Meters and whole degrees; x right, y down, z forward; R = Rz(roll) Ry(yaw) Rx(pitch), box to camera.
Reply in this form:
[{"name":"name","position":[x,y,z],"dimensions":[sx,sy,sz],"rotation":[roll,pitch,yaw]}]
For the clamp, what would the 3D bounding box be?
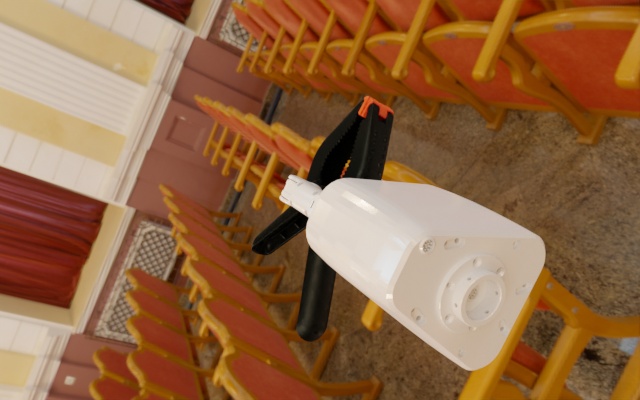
[{"name":"clamp","position":[0.000,0.001,0.452],"dimensions":[0.036,0.210,0.164],"rotation":[21,6,-32]}]
